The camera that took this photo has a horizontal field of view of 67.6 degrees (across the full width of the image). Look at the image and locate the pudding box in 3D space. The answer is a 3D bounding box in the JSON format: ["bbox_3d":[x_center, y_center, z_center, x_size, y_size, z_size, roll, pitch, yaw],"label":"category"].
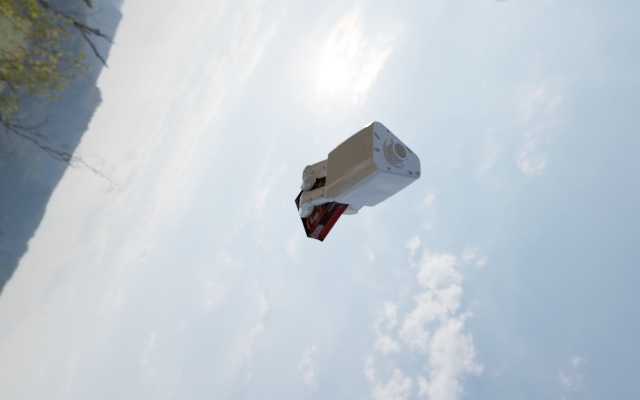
[{"bbox_3d":[0.000,0.003,0.832,0.039,0.090,0.113,23,25,-27],"label":"pudding box"}]
